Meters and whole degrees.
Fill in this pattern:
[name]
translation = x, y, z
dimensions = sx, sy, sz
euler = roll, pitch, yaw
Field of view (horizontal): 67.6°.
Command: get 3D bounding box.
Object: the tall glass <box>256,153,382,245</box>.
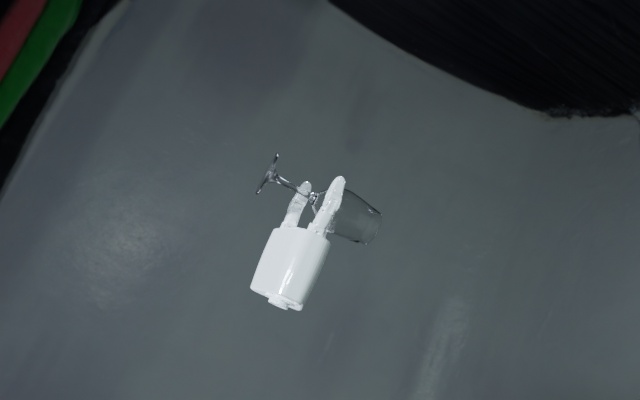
[tall glass]
translation = 0.000, 0.002, 0.778
dimensions = 0.201, 0.079, 0.079
euler = 27, -7, -13
